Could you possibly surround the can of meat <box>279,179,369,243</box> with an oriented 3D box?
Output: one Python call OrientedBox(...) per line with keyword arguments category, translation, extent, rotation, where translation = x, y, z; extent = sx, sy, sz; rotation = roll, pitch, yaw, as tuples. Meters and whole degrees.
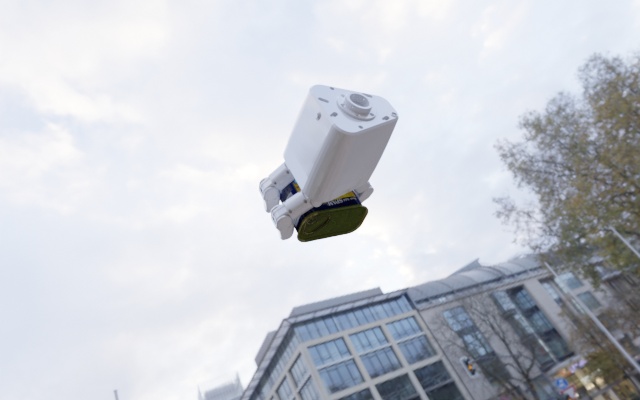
OrientedBox(category="can of meat", translation=(0.000, 0.002, 0.650), extent=(0.102, 0.084, 0.057), rotation=(-9, -38, -29))
